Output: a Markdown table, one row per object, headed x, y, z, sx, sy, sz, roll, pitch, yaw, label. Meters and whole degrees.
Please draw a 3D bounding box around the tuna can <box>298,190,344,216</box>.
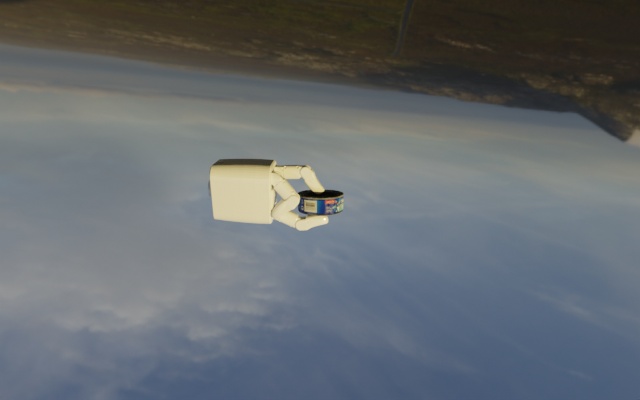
| x | y | z | sx | sy | sz | roll | pitch | yaw | label |
| --- | --- | --- | --- | --- | --- | --- | --- | --- | --- |
| 0.000 | 0.003 | 0.887 | 0.086 | 0.034 | 0.086 | 0 | 12 | 0 | tuna can |
